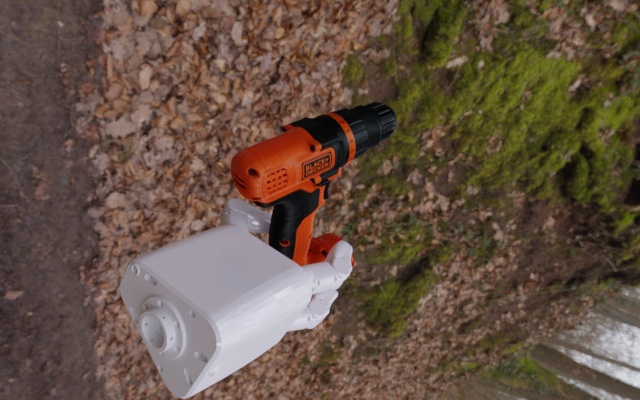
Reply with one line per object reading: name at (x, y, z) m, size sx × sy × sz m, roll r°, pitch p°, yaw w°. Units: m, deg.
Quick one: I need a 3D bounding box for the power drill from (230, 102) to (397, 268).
power drill at (0.000, 0.002, 0.485) m, size 0.184 × 0.188 × 0.057 m, roll -25°, pitch 43°, yaw -30°
